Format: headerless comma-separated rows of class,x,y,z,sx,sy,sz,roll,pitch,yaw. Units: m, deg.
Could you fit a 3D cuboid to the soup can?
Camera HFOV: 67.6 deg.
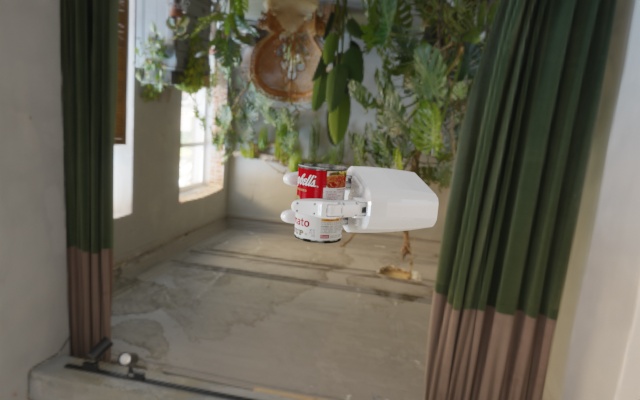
soup can,0.000,0.002,0.660,0.068,0.102,0.068,4,9,-1
